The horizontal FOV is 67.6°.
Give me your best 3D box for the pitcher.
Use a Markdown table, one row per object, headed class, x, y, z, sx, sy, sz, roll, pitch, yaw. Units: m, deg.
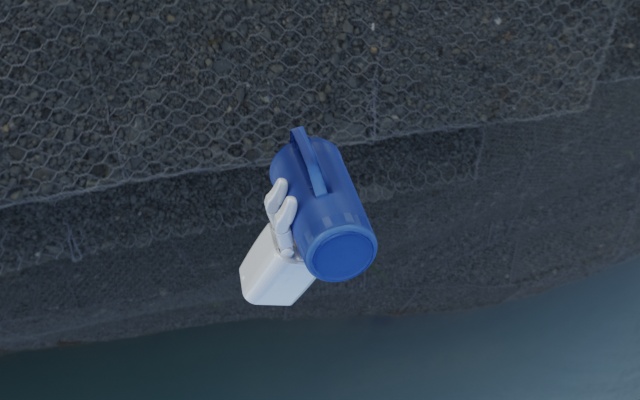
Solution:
| class | x | y | z | sx | sy | sz | roll | pitch | yaw |
| --- | --- | --- | --- | --- | --- | --- | --- | --- | --- |
| pitcher | 0.000 | 0.003 | 0.756 | 0.149 | 0.145 | 0.242 | 23 | 25 | -30 |
